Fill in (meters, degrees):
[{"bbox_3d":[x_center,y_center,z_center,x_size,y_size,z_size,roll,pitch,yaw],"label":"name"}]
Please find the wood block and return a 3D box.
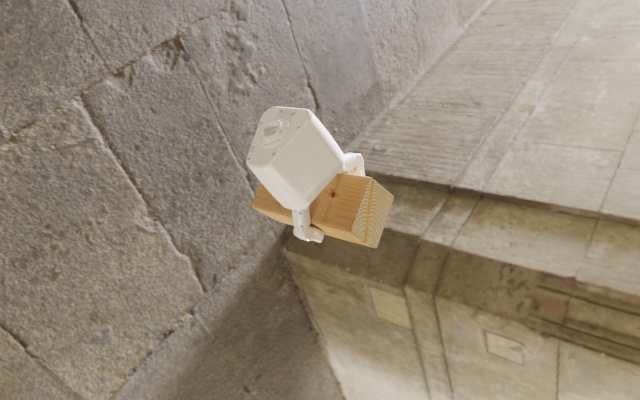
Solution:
[{"bbox_3d":[0.000,0.003,0.783,0.206,0.091,0.090,13,-13,37],"label":"wood block"}]
